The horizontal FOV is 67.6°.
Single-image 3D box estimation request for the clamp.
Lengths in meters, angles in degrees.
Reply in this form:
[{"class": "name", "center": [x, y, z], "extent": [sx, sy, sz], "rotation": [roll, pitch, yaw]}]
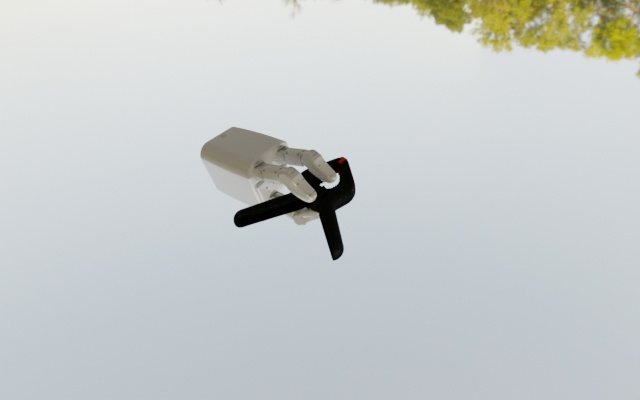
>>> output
[{"class": "clamp", "center": [0.000, 0.003, 0.699], "extent": [0.164, 0.036, 0.210], "rotation": [23, 43, 25]}]
